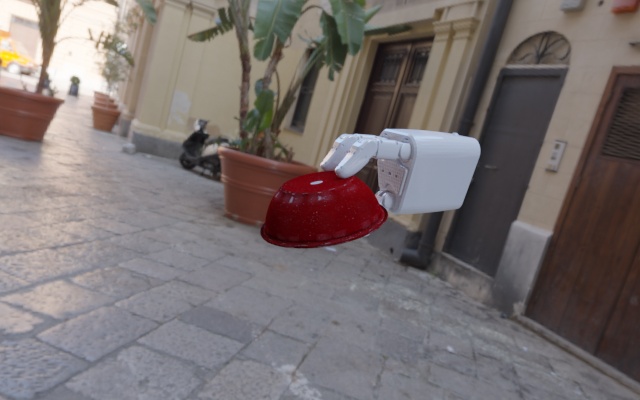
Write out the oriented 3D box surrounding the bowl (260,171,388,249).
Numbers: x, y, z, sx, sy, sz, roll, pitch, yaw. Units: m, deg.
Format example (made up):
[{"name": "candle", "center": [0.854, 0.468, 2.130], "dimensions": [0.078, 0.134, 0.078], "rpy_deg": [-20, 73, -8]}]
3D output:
[{"name": "bowl", "center": [-0.001, 0.002, 0.590], "dimensions": [0.162, 0.055, 0.162], "rpy_deg": [-9, 18, 3]}]
